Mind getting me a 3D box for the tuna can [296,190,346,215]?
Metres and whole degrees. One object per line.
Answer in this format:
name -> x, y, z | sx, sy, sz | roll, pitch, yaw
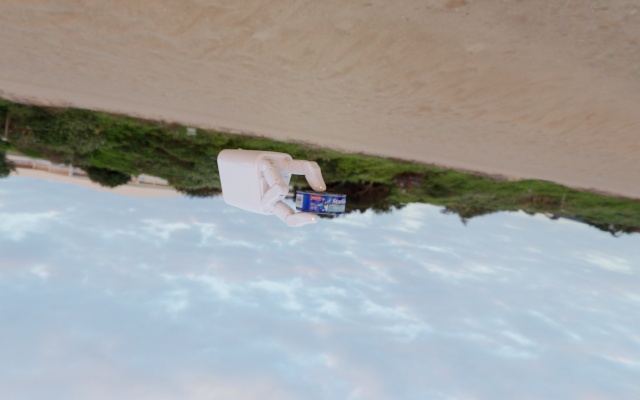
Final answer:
tuna can -> 0.000, 0.003, 0.818 | 0.086, 0.034, 0.086 | 5, 3, 0
